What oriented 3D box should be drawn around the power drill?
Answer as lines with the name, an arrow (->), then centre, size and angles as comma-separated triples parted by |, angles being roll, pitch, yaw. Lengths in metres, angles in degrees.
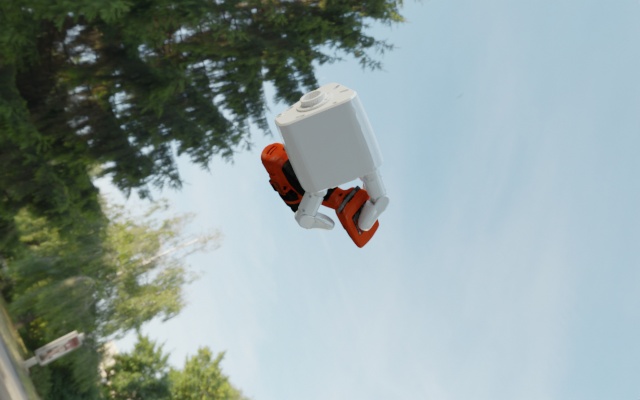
power drill -> 0.000, 0.002, 0.756 | 0.187, 0.057, 0.184 | 27, -19, 33
